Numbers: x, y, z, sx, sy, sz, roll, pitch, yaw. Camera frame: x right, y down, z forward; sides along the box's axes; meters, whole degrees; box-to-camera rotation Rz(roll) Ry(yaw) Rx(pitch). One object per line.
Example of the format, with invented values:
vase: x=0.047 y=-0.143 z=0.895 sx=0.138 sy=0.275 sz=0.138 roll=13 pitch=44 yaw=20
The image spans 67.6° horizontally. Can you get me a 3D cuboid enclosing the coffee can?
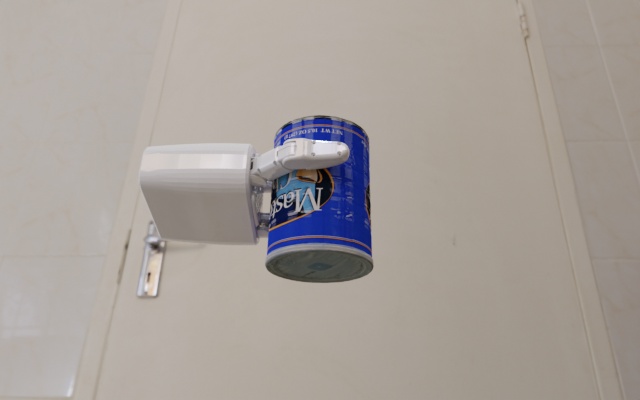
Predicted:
coffee can: x=0.000 y=0.002 z=0.481 sx=0.103 sy=0.140 sz=0.103 roll=1 pitch=-25 yaw=0
